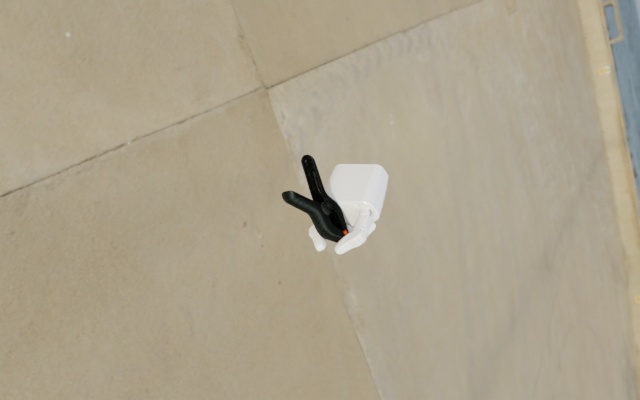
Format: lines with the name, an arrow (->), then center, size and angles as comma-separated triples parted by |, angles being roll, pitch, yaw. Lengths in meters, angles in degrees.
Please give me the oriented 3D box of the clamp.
clamp -> 0.001, 0.003, 0.853 | 0.039, 0.120, 0.171 | -11, -47, 36
